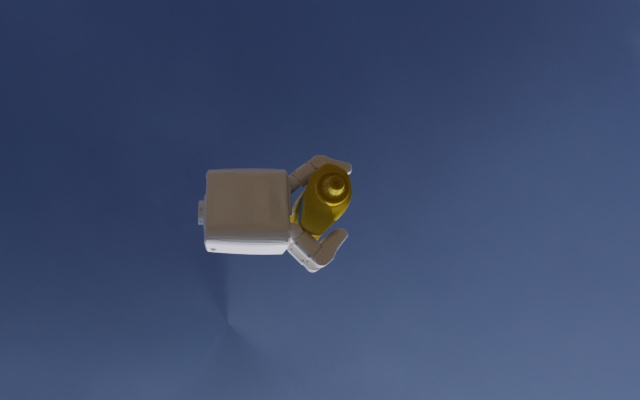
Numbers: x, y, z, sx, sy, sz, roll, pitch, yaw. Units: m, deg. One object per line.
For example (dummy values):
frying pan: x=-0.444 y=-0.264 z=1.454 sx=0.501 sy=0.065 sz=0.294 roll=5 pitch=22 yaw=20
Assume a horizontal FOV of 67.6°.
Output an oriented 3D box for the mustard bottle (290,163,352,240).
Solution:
mustard bottle: x=0.000 y=0.002 z=0.637 sx=0.058 sy=0.096 sz=0.192 roll=25 pitch=-17 yaw=-4
